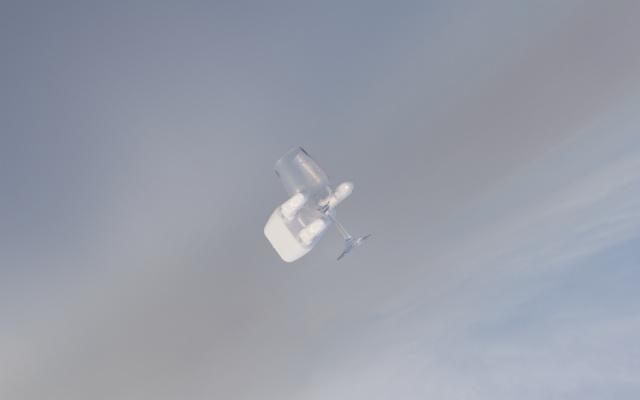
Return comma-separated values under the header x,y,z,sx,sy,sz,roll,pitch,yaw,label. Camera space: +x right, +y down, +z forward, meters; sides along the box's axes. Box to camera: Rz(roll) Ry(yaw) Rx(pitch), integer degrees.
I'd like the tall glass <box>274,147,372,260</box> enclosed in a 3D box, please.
x,y,z,sx,sy,sz,roll,pitch,yaw,label
0.001,0.003,0.840,0.079,0.201,0.079,-36,-5,-4,tall glass
